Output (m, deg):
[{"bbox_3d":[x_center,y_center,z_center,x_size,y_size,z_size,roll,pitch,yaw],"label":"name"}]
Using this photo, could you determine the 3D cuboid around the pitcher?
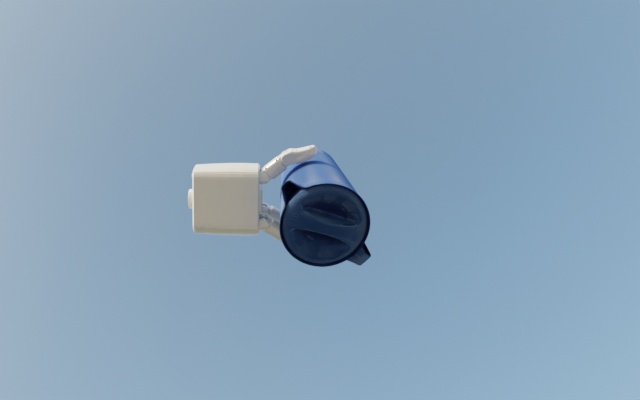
[{"bbox_3d":[0.000,0.003,0.795,0.145,0.149,0.242,-1,22,-6],"label":"pitcher"}]
